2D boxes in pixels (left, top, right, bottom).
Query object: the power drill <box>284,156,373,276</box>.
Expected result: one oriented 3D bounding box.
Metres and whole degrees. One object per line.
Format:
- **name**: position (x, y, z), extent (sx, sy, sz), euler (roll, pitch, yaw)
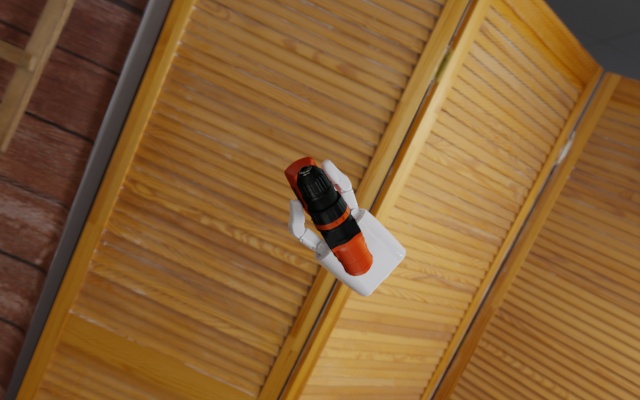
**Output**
- **power drill**: position (0.000, 0.002, 0.700), extent (0.057, 0.184, 0.187), euler (-29, 29, -2)
